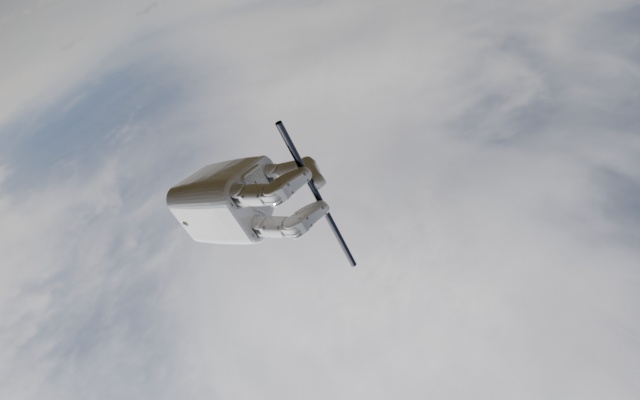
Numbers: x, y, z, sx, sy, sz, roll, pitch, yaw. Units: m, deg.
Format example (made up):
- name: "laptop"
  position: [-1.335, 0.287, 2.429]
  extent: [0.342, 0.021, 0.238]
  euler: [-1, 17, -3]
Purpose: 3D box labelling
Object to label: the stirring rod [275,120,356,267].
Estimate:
- name: "stirring rod"
  position: [0.000, 0.002, 0.589]
  extent: [0.011, 0.240, 0.011]
  euler: [-18, 37, 14]
